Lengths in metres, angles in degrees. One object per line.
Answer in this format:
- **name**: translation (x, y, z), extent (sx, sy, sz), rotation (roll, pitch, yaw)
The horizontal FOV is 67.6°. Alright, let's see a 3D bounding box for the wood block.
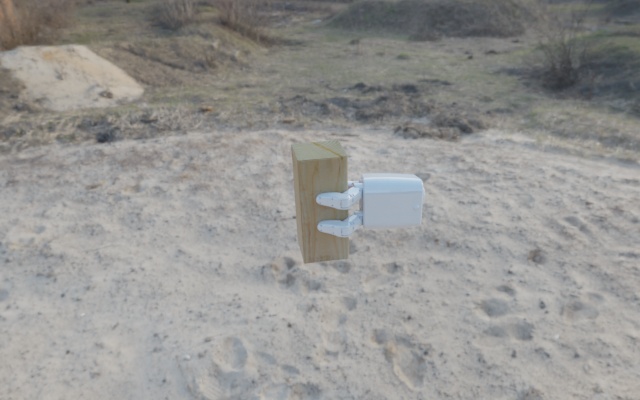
- **wood block**: translation (0.000, 0.003, 0.886), extent (0.090, 0.206, 0.090), rotation (-6, 26, -7)
